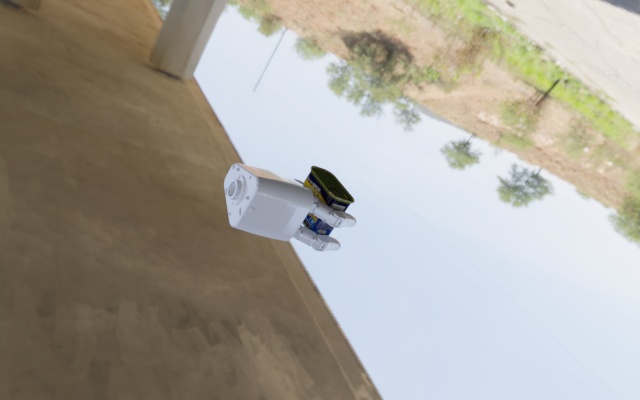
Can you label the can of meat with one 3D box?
[{"bbox_3d":[0.000,0.003,0.835,0.057,0.084,0.102,14,28,-41],"label":"can of meat"}]
